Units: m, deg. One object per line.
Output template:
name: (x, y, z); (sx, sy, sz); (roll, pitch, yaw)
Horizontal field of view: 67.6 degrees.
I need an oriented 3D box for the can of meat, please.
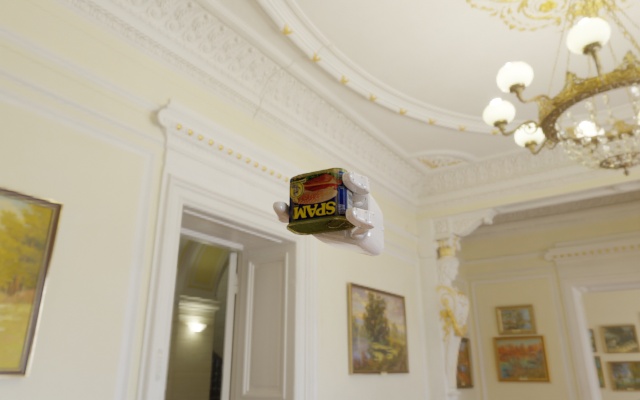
can of meat: (0.000, 0.002, 0.735); (0.102, 0.084, 0.057); (-9, -22, 23)
